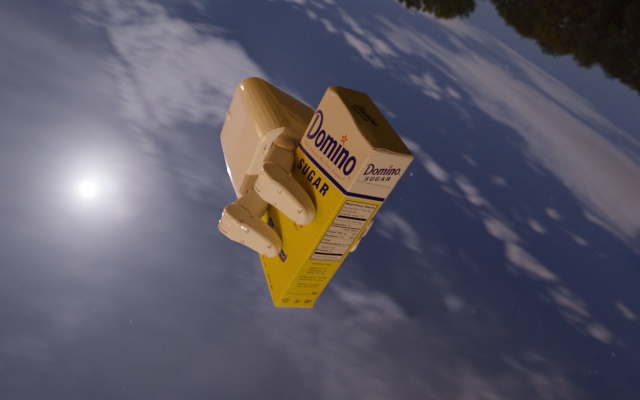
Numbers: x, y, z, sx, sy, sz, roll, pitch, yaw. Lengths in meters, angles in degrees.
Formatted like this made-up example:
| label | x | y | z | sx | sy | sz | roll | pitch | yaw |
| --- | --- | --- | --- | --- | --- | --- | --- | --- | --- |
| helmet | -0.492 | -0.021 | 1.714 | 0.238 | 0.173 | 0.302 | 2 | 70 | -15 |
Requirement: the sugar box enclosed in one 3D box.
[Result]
| label | x | y | z | sx | sy | sz | roll | pitch | yaw |
| --- | --- | --- | --- | --- | --- | --- | --- | --- | --- |
| sugar box | -0.001 | 0.001 | 0.407 | 0.048 | 0.176 | 0.093 | 6 | 38 | -30 |
